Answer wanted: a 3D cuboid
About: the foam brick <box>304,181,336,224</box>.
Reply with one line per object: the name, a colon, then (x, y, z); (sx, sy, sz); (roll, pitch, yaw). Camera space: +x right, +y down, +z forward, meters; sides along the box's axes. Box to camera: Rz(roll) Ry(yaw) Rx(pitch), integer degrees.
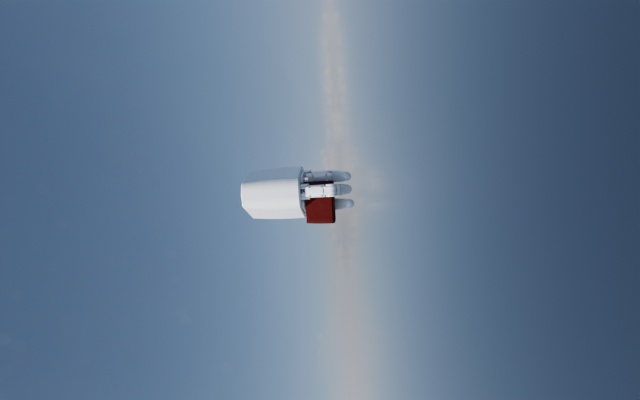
foam brick: (0.000, 0.003, 0.881); (0.051, 0.078, 0.053); (-3, 1, 5)
